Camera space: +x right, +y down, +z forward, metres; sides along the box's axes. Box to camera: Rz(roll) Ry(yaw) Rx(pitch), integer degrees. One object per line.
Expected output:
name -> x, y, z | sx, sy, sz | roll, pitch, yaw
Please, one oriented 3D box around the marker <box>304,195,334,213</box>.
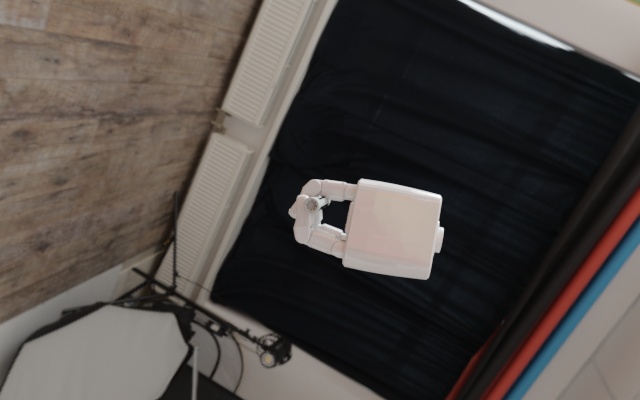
marker -> 0.000, 0.002, 0.613 | 0.020, 0.020, 0.121 | 0, 3, 10
